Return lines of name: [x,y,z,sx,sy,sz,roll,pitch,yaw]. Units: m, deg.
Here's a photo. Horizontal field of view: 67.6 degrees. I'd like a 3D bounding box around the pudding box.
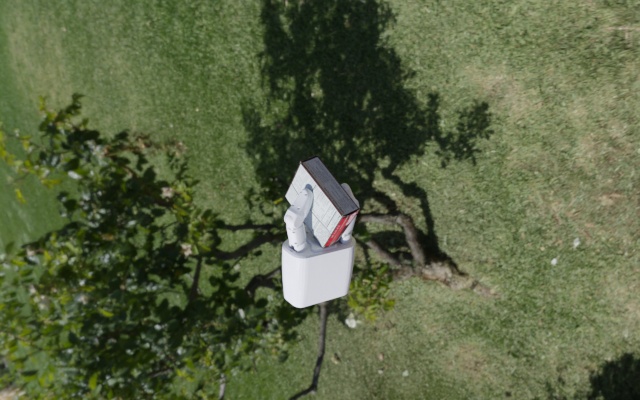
pudding box: [0.000,0.002,0.728,0.039,0.113,0.090,-25,-23,-36]
